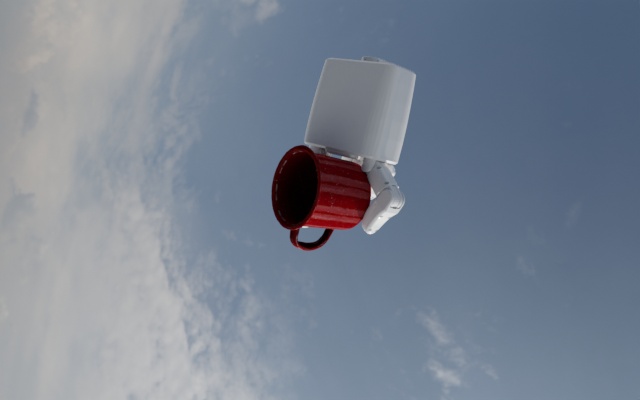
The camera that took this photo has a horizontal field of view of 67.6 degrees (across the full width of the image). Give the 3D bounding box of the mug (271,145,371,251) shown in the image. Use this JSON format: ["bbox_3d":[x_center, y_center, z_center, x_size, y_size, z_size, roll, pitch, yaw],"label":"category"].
[{"bbox_3d":[0.000,0.003,0.543,0.081,0.117,0.093,8,9,-37],"label":"mug"}]
